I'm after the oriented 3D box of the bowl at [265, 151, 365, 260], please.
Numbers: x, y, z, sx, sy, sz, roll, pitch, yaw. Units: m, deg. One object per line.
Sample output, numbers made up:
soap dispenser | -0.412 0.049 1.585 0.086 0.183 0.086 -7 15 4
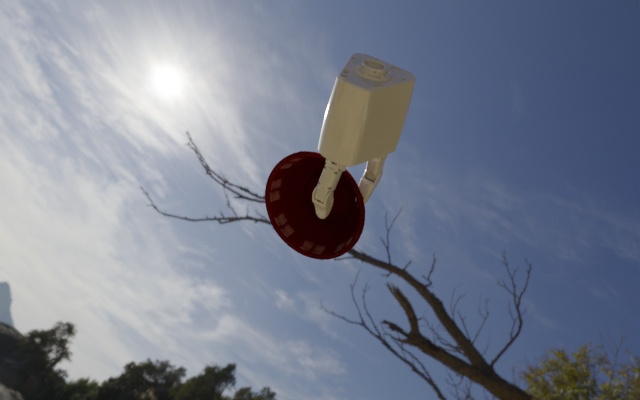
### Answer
bowl | 0.000 0.003 0.699 0.162 0.162 0.055 0 17 29
